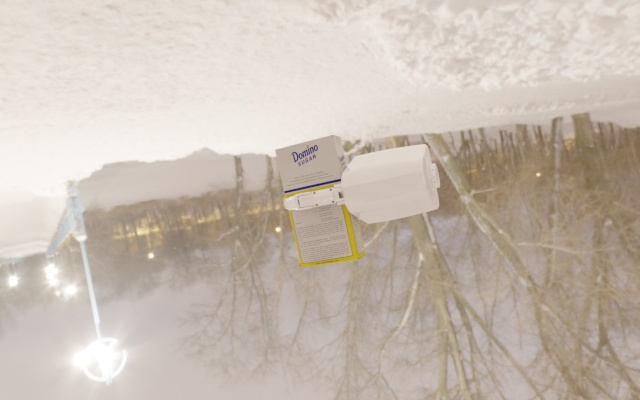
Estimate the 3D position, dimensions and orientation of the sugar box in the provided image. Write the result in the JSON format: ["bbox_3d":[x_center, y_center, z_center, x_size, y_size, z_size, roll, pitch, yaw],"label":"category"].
[{"bbox_3d":[0.000,0.002,0.686,0.093,0.176,0.048,-11,0,21],"label":"sugar box"}]
